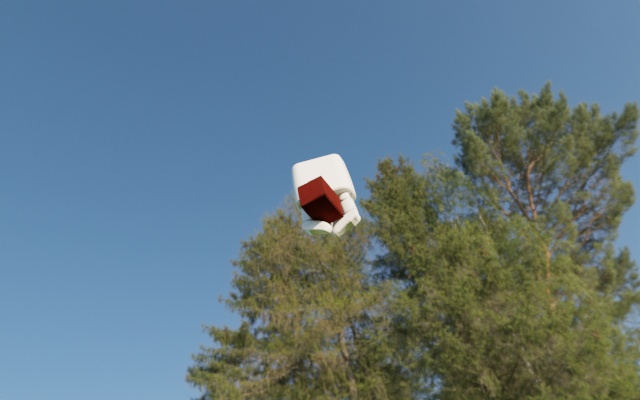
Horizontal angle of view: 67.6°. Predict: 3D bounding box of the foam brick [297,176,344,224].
[{"bbox_3d":[0.000,0.003,0.880,0.053,0.051,0.078,-26,-44,14],"label":"foam brick"}]
